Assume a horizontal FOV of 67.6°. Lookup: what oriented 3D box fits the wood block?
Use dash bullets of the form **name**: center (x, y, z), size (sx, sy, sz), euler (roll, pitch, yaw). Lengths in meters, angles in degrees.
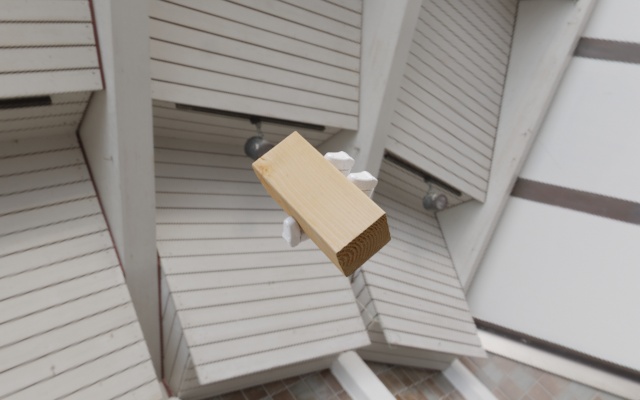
- **wood block**: center (0.000, 0.003, 0.717), size (0.206, 0.091, 0.090), euler (44, -12, 31)
